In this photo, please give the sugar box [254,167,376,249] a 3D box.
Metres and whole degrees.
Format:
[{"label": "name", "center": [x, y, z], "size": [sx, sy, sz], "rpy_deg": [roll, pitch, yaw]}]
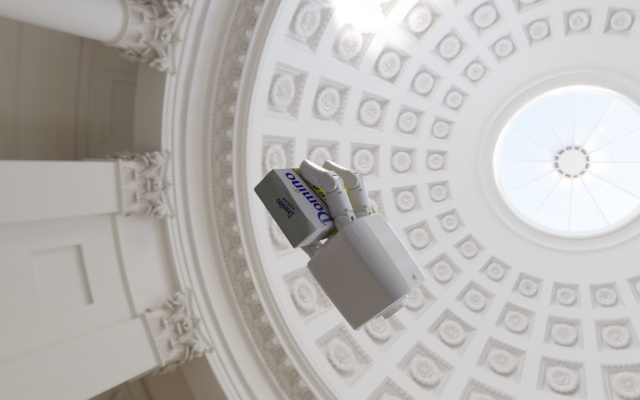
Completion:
[{"label": "sugar box", "center": [0.001, 0.002, 0.628], "size": [0.048, 0.093, 0.176], "rpy_deg": [-42, -15, 24]}]
